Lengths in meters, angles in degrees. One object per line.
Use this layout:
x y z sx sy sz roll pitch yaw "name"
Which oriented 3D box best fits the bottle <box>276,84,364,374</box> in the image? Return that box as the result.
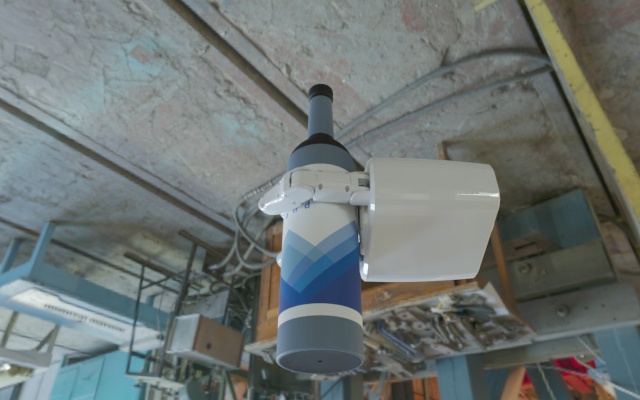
0.000 0.002 0.443 0.069 0.295 0.069 0 -35 0 "bottle"
